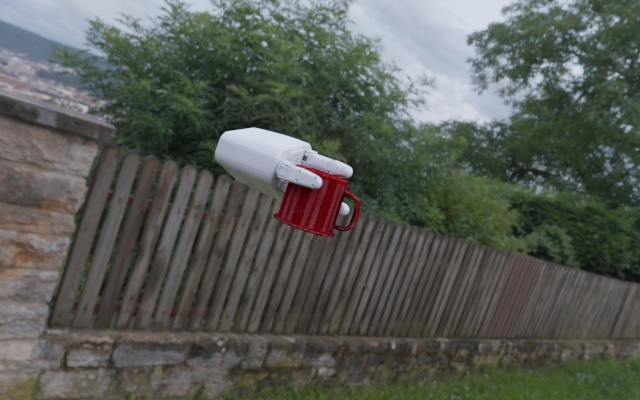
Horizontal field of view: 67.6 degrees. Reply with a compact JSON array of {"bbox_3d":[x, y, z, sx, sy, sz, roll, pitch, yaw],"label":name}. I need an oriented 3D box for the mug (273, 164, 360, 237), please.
[{"bbox_3d":[0.001,0.002,0.674,0.117,0.081,0.093,21,5,19],"label":"mug"}]
